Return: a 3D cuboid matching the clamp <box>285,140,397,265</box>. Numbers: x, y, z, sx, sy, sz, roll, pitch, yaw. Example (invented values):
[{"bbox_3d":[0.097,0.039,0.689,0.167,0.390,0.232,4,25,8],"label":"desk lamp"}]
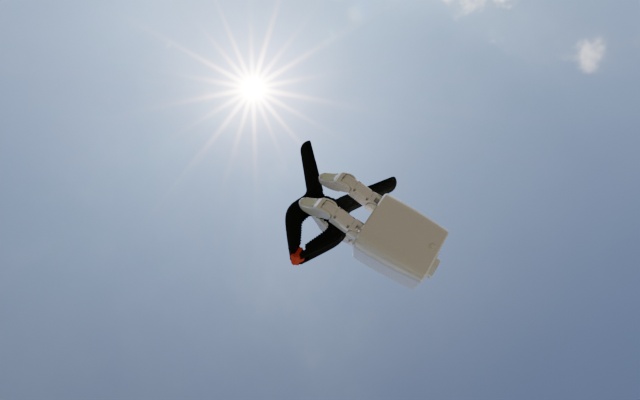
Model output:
[{"bbox_3d":[0.000,0.003,0.722,0.164,0.210,0.036,30,-31,13],"label":"clamp"}]
